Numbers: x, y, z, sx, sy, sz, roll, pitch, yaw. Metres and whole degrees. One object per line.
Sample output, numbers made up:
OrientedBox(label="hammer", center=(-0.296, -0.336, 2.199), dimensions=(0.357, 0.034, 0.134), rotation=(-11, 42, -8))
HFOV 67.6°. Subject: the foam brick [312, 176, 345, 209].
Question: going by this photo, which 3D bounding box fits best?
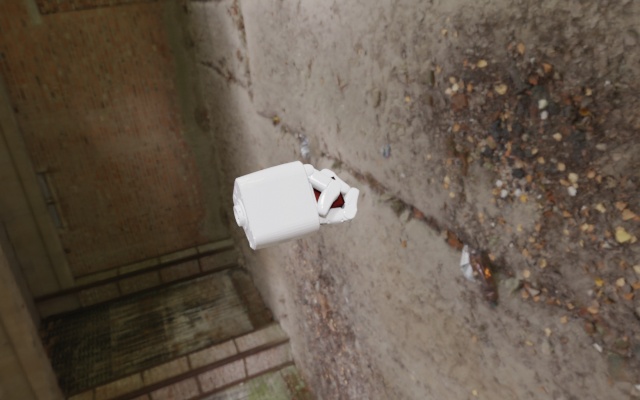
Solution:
OrientedBox(label="foam brick", center=(0.000, 0.003, 0.794), dimensions=(0.051, 0.053, 0.078), rotation=(-16, -19, -19))
